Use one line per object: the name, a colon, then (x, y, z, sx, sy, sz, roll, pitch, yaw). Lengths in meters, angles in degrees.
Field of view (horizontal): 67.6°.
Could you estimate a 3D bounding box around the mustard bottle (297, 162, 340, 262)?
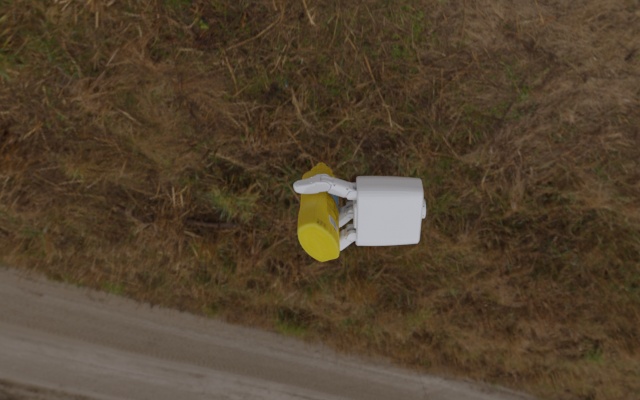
mustard bottle: (0.000, 0.003, 0.818, 0.058, 0.191, 0.096, -18, -48, 19)
